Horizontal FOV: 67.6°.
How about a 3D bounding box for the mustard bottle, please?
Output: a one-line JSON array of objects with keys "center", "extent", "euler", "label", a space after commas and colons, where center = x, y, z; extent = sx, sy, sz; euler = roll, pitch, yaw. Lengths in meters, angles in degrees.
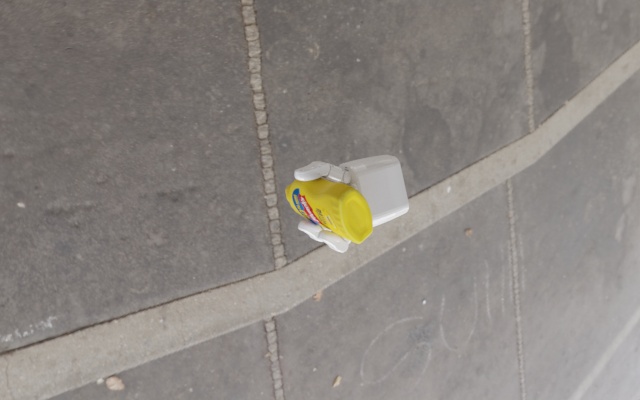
[{"center": [0.000, 0.003, 0.789], "extent": [0.058, 0.096, 0.191], "euler": [-41, 34, -20], "label": "mustard bottle"}]
